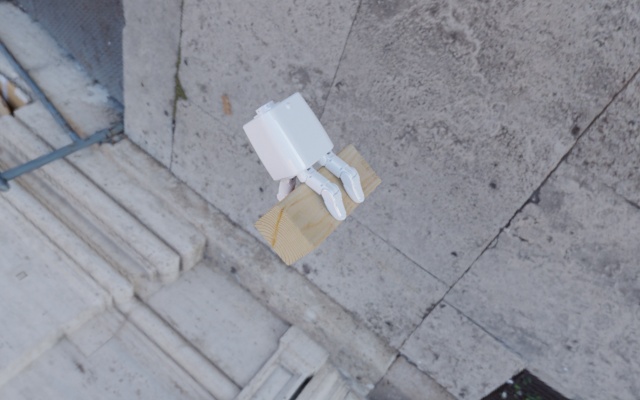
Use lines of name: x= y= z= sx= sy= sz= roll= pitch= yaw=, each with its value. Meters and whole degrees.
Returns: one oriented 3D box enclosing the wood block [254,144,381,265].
wood block: x=0.000 y=0.003 z=0.803 sx=0.206 sy=0.090 sz=0.091 roll=-42 pitch=4 yaw=-40
